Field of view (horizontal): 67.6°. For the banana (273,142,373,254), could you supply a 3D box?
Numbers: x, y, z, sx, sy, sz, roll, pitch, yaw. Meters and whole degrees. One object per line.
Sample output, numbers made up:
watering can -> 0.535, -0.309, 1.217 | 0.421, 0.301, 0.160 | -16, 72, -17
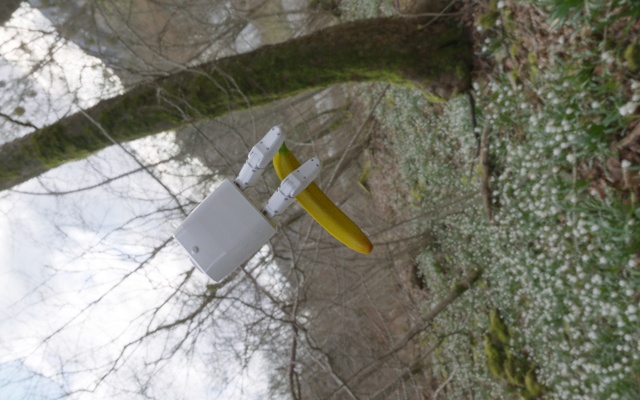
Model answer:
banana -> -0.005, 0.000, 0.657 | 0.037, 0.198, 0.069 | -42, 5, -8
